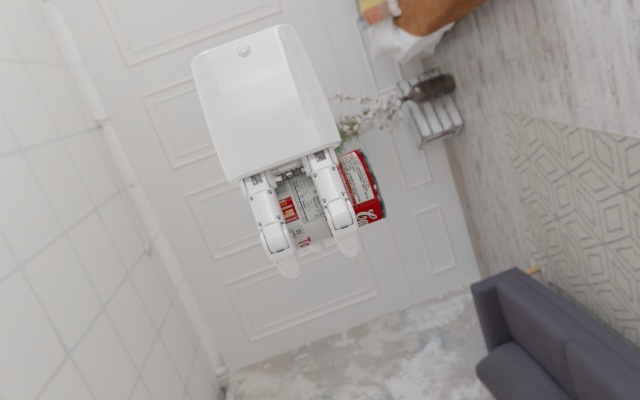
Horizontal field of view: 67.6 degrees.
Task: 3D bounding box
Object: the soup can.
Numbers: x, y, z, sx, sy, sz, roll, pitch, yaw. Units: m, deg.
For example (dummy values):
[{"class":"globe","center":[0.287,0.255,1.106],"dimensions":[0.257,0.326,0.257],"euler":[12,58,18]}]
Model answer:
[{"class":"soup can","center":[0.000,0.002,0.433],"dimensions":[0.102,0.068,0.068],"euler":[-20,0,-1]}]
